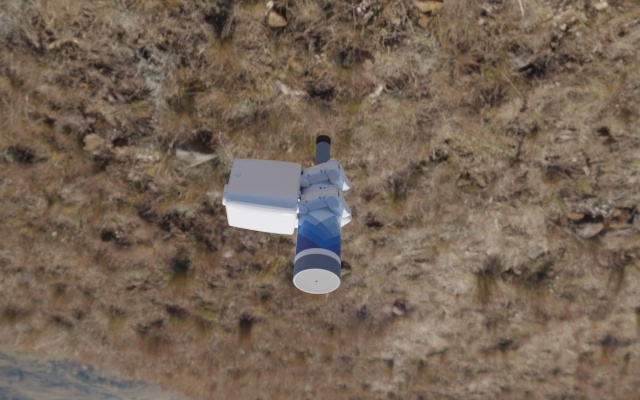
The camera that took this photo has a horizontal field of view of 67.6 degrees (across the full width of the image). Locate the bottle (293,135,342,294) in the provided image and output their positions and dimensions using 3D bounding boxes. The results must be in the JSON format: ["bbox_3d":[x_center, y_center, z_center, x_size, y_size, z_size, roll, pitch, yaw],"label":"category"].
[{"bbox_3d":[0.000,0.003,0.761,0.069,0.295,0.069,2,-41,1],"label":"bottle"}]
